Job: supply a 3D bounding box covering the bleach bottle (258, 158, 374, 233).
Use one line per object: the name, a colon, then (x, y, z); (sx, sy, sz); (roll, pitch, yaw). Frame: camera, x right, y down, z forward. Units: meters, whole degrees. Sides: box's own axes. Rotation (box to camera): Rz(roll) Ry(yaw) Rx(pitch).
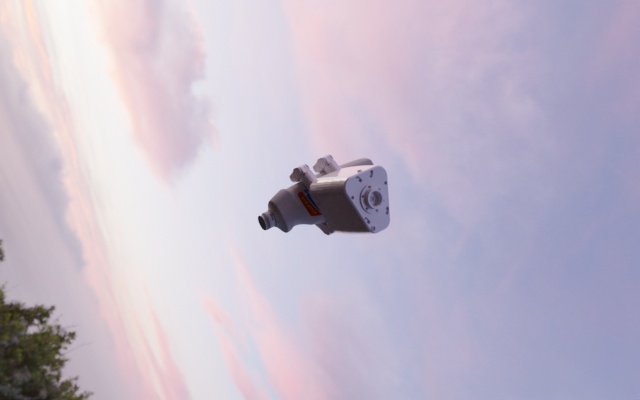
bleach bottle: (0.000, 0.003, 0.897); (0.251, 0.102, 0.068); (-24, 10, -29)
